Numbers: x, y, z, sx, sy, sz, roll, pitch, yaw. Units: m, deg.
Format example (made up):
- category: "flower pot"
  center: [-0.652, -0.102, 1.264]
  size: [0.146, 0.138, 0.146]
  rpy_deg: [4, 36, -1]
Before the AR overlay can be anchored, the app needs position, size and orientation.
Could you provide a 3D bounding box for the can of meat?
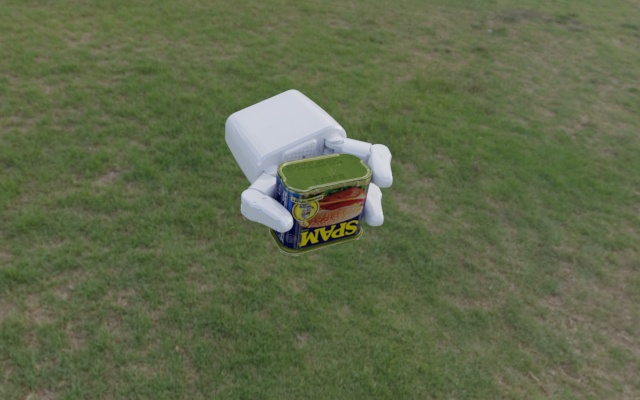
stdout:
- category: "can of meat"
  center: [0.000, 0.001, 0.501]
  size: [0.102, 0.084, 0.057]
  rpy_deg: [-12, 42, -25]
